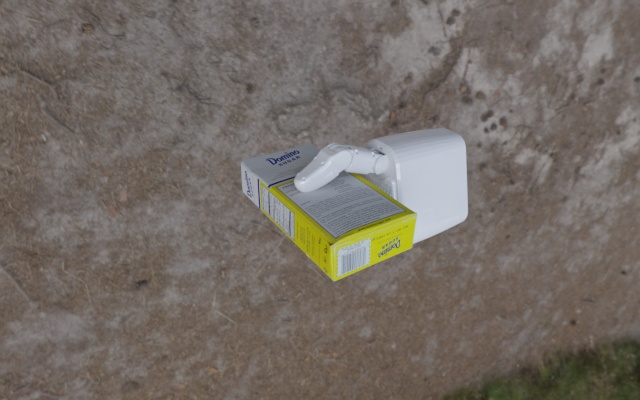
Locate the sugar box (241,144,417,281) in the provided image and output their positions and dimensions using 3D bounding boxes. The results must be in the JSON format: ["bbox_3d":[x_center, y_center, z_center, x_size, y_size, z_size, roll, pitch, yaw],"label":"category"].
[{"bbox_3d":[0.000,0.002,0.473,0.093,0.048,0.176,-17,34,-28],"label":"sugar box"}]
